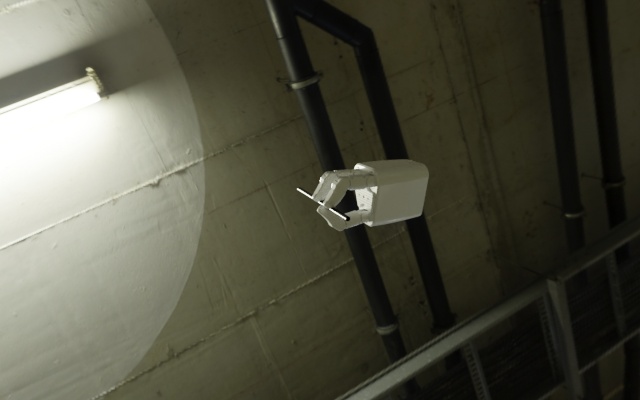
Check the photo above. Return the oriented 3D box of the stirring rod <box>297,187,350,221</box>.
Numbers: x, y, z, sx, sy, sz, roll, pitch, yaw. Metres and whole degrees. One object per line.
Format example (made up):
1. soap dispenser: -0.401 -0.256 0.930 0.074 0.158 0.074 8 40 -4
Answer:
1. stirring rod: 0.000 0.003 0.855 0.011 0.011 0.239 0 13 -21
